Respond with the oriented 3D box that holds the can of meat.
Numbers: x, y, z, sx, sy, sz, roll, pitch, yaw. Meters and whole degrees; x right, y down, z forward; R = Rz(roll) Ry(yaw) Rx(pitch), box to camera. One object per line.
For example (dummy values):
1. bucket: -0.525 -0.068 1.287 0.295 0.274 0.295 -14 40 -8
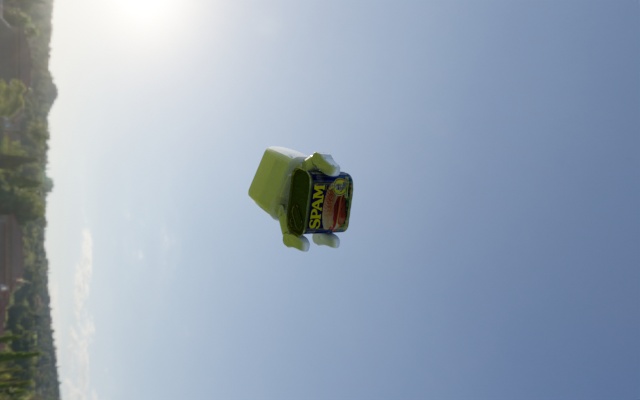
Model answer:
1. can of meat: 0.000 0.002 0.742 0.084 0.102 0.057 0 14 -32
